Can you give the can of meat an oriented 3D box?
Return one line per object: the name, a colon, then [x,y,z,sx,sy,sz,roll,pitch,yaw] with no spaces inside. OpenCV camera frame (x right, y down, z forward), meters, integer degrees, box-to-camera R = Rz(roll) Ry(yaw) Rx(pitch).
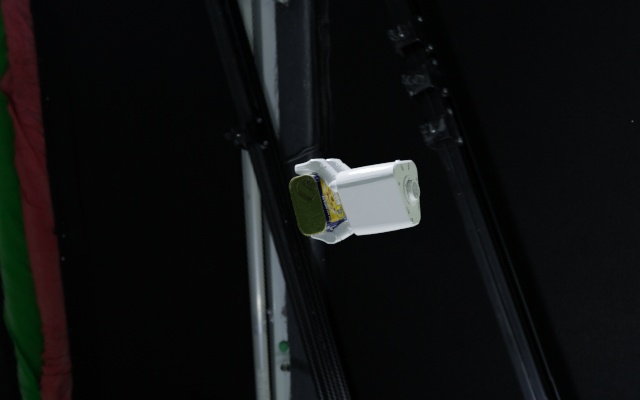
can of meat: [0.000,0.003,0.831,0.057,0.102,0.084,-15,0,35]
